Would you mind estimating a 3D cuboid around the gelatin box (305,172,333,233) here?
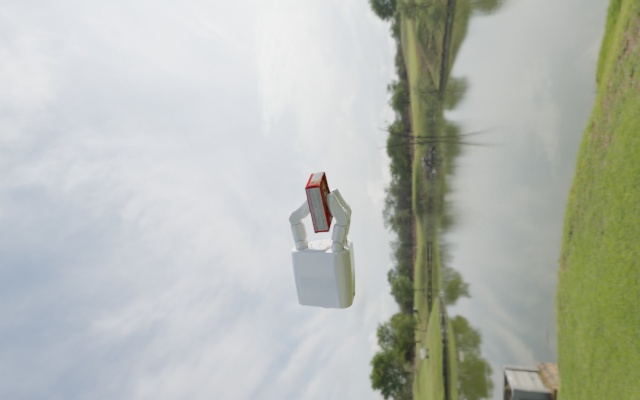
[{"bbox_3d":[0.000,0.003,0.845,0.030,0.089,0.073,-8,21,12],"label":"gelatin box"}]
